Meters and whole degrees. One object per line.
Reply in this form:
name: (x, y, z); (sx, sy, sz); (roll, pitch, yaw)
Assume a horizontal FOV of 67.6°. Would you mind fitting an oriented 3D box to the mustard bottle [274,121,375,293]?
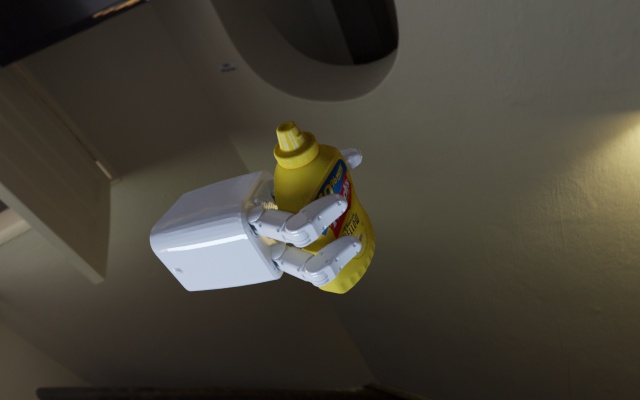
mustard bottle: (0.000, 0.002, 0.482); (0.058, 0.096, 0.192); (7, -41, 33)
